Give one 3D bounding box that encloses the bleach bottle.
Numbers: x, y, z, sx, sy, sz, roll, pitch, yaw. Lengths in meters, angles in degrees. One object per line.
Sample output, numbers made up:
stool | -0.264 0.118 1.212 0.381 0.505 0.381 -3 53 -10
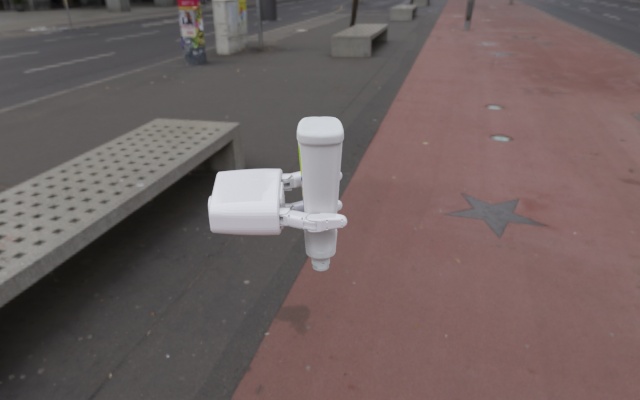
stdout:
bleach bottle | 0.000 0.002 0.749 0.068 0.251 0.102 0 25 0
